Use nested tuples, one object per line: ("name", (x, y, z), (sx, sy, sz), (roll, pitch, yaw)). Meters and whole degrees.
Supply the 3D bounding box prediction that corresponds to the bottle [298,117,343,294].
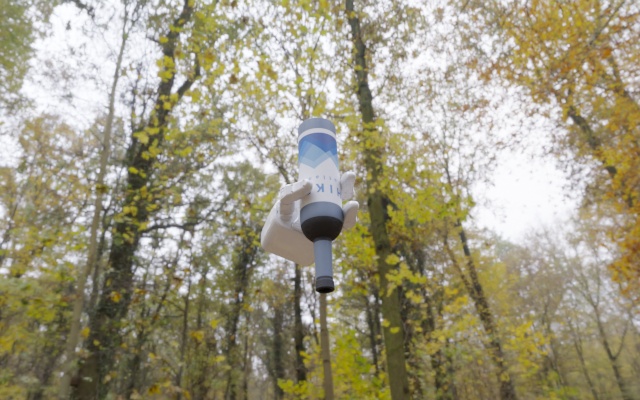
("bottle", (0.000, 0.002, 0.755), (0.069, 0.295, 0.069), (-2, -31, -1))
